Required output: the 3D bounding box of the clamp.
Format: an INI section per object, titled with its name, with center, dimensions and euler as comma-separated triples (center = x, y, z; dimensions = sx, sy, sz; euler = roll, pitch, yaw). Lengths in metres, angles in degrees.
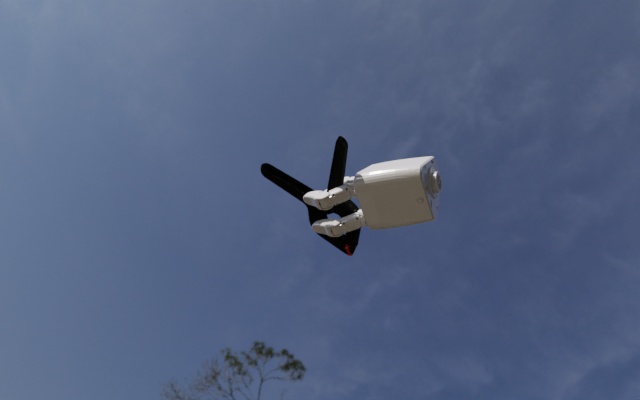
[clamp]
center = 0.001, 0.003, 0.795
dimensions = 0.164, 0.210, 0.036
euler = -8, 28, 29
